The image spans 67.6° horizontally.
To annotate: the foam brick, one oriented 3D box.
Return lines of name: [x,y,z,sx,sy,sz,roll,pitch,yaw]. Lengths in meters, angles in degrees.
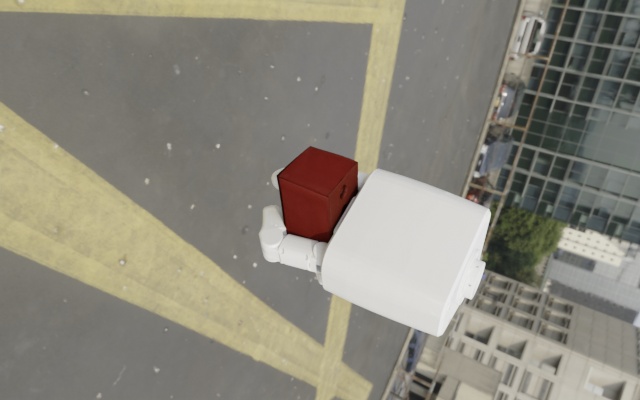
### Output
foam brick: [0.000,0.001,0.423,0.051,0.078,0.053,21,48,25]
